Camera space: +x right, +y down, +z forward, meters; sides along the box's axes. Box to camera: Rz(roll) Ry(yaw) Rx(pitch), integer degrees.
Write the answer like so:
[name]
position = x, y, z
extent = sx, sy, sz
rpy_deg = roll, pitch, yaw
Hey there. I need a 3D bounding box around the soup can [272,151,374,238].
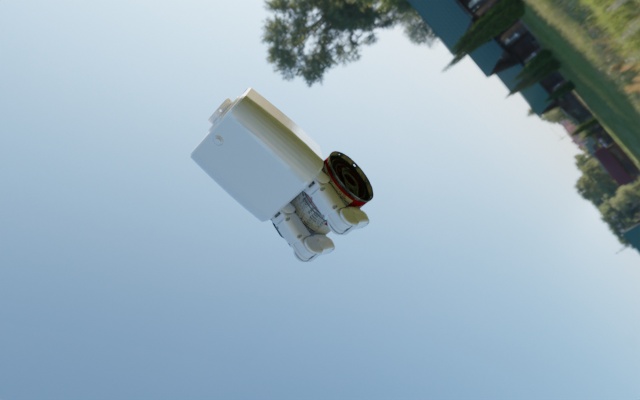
[soup can]
position = 0.000, 0.002, 0.542
extent = 0.102, 0.068, 0.068
rpy_deg = -40, -21, 27
